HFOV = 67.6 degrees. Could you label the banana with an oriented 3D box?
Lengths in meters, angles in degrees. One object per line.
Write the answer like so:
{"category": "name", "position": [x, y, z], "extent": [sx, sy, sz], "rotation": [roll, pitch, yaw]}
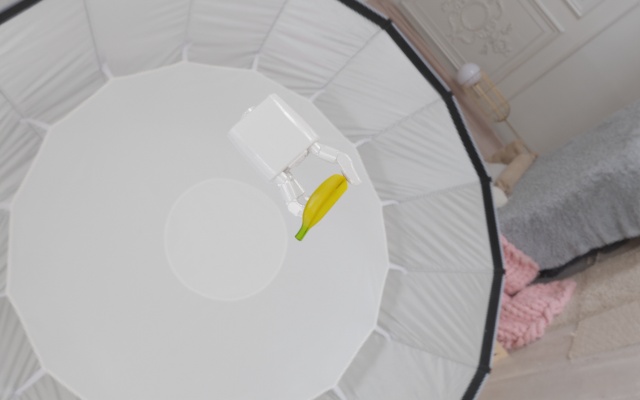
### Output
{"category": "banana", "position": [0.010, -0.008, 0.748], "extent": [0.070, 0.037, 0.197], "rotation": [-47, 0, 30]}
